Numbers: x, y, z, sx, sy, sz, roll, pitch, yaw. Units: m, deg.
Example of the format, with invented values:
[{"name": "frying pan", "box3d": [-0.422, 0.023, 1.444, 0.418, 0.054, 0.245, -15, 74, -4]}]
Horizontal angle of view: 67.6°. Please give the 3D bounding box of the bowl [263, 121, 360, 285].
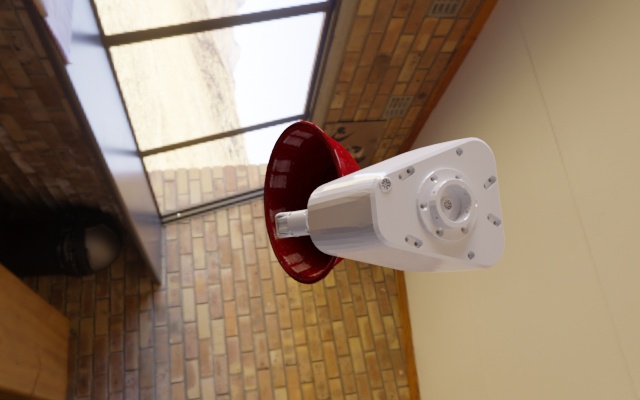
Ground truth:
[{"name": "bowl", "box3d": [0.000, 0.001, 0.490, 0.055, 0.162, 0.162, -3, 1, -33]}]
